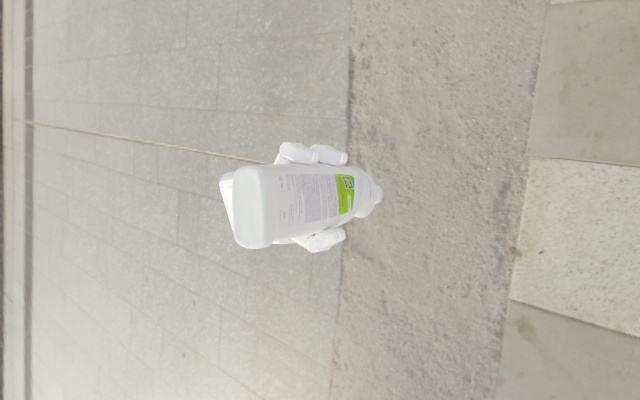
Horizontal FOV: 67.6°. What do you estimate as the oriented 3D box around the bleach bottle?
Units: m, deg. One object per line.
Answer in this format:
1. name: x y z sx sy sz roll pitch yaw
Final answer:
1. bleach bottle: 0.000 0.002 0.649 0.068 0.102 0.251 -2 1 44
